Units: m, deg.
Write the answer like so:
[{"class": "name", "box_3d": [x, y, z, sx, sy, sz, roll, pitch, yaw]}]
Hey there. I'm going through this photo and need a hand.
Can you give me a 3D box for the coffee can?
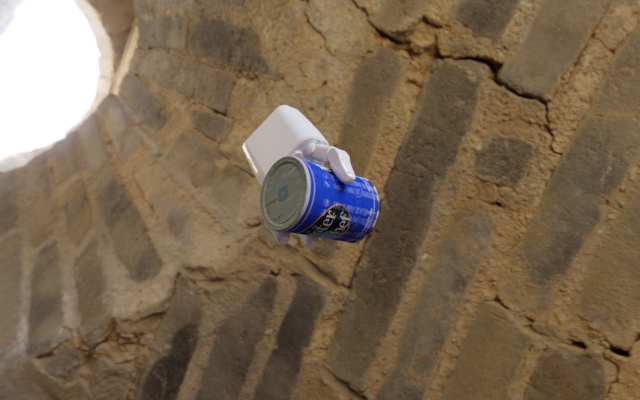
[{"class": "coffee can", "box_3d": [0.000, 0.002, 0.681, 0.140, 0.103, 0.103, 13, -9, -41]}]
